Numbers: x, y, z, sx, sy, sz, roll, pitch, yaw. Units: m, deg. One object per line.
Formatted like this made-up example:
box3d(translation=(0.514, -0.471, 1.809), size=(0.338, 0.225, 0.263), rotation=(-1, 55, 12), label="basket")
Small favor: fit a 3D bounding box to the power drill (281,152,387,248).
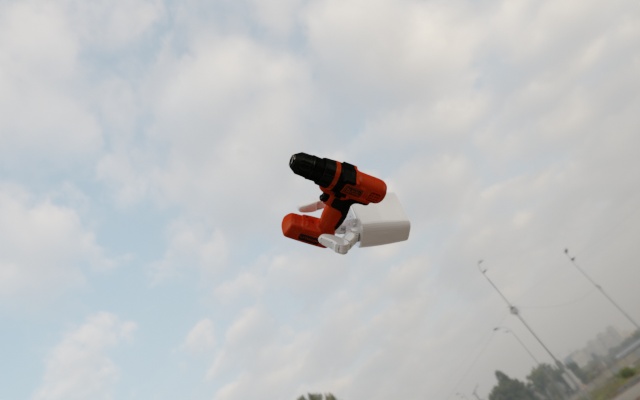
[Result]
box3d(translation=(0.000, 0.003, 0.863), size=(0.184, 0.057, 0.188), rotation=(20, -46, -20), label="power drill")
